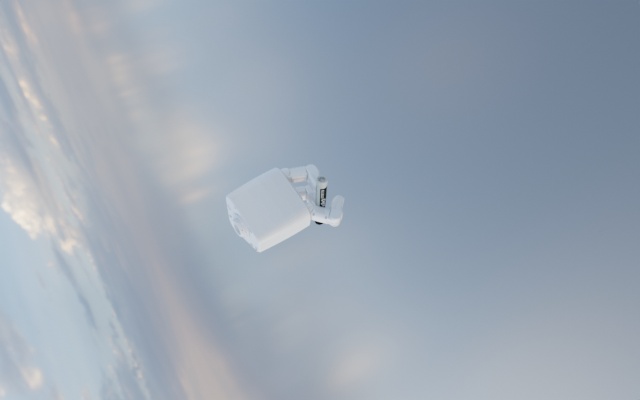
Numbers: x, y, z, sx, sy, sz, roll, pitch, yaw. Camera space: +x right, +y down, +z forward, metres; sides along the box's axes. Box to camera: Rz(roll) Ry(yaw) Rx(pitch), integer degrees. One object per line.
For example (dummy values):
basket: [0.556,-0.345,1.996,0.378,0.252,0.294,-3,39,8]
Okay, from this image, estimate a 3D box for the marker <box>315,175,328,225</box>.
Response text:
marker: [0.000,0.003,0.838,0.020,0.020,0.121,0,-39,-3]
